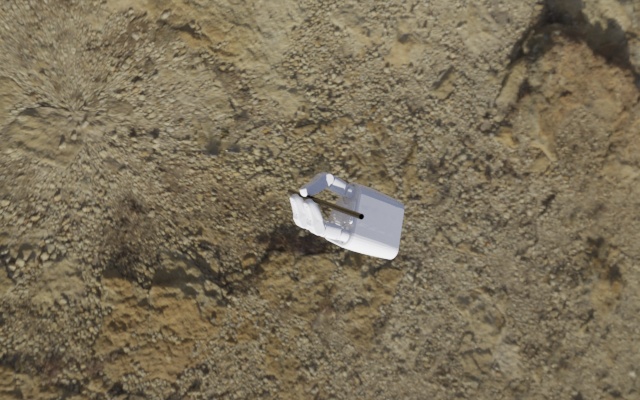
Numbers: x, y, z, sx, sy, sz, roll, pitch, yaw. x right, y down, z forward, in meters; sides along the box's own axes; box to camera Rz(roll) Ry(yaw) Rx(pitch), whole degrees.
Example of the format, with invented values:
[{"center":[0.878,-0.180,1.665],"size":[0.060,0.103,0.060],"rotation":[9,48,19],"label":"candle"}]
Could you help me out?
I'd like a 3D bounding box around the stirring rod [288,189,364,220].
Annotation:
[{"center":[0.000,0.002,0.736],"size":[0.011,0.011,0.239],"rotation":[0,9,-27],"label":"stirring rod"}]
